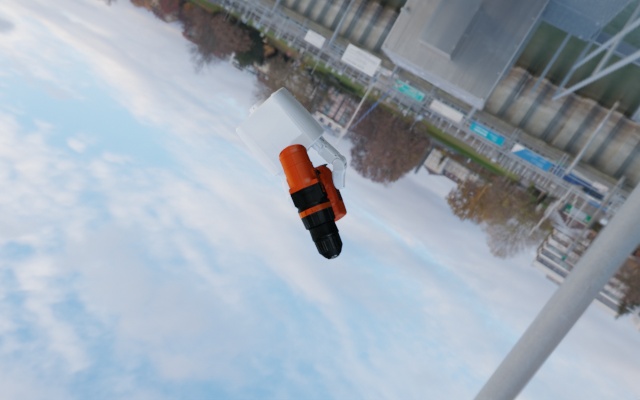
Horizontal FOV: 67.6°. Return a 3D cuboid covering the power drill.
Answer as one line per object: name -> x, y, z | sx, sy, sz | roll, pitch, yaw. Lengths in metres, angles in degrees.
power drill -> 0.000, 0.002, 0.793 | 0.057, 0.184, 0.187 | -21, -4, 8
